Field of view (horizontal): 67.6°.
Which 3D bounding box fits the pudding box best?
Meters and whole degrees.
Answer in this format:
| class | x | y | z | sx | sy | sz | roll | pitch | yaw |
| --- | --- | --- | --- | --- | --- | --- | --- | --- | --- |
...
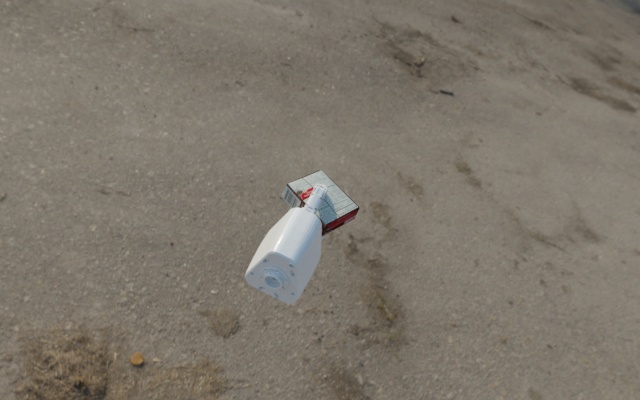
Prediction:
| class | x | y | z | sx | sy | sz | roll | pitch | yaw |
| --- | --- | --- | --- | --- | --- | --- | --- | --- | --- |
| pudding box | 0.000 | 0.003 | 0.857 | 0.090 | 0.113 | 0.039 | -25 | -28 | -39 |
